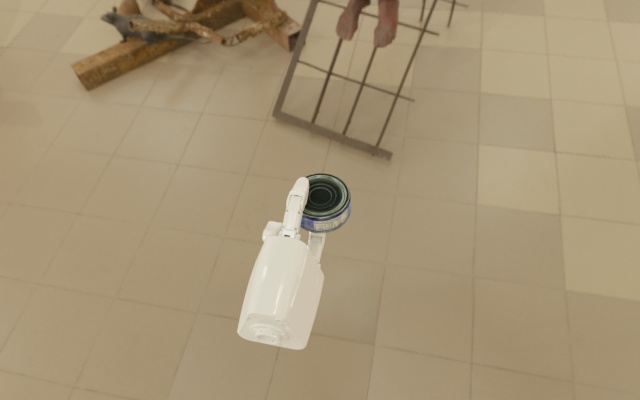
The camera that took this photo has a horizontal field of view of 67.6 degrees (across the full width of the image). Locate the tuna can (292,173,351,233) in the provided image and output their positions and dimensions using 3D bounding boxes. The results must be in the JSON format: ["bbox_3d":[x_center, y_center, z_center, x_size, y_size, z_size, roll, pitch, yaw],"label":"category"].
[{"bbox_3d":[0.000,0.002,0.673,0.086,0.086,0.034,0,-40,2],"label":"tuna can"}]
